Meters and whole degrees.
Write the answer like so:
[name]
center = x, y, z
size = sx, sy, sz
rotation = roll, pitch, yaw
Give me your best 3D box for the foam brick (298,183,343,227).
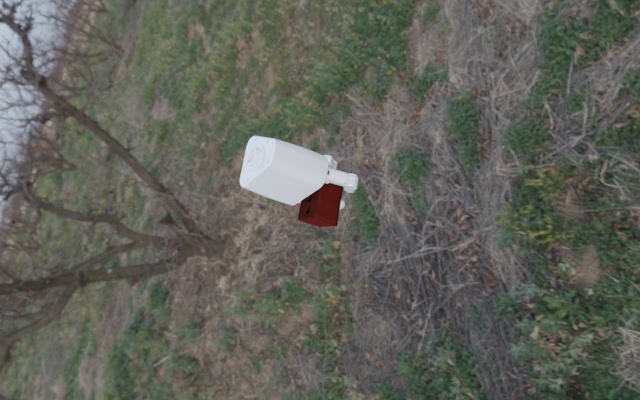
[foam brick]
center = 0.000, 0.003, 0.832
size = 0.051, 0.078, 0.053
rotation = 19, -17, -35
